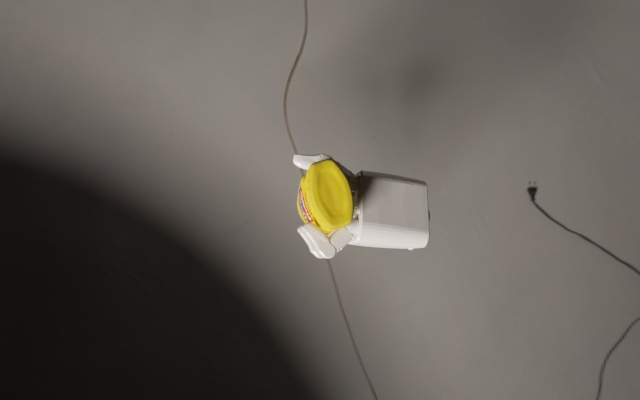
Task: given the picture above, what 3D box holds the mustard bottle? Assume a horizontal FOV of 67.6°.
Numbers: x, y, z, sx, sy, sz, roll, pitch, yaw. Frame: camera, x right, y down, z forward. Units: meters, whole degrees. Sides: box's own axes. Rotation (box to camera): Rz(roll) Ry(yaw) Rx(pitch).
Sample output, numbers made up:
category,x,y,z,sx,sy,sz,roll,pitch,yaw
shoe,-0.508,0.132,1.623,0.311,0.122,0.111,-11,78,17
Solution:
category,x,y,z,sx,sy,sz,roll,pitch,yaw
mustard bottle,0.000,0.002,0.727,0.058,0.096,0.191,-18,-4,-11
